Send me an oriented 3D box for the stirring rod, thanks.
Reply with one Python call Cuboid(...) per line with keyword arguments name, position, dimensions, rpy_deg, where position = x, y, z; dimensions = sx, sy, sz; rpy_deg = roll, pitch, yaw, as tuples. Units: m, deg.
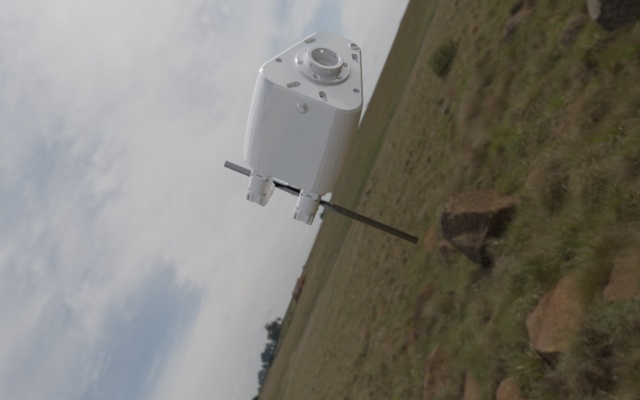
Cuboid(name="stirring rod", position=(0.000, 0.002, 0.554), dimensions=(0.239, 0.011, 0.011), rpy_deg=(22, 1, 2))
